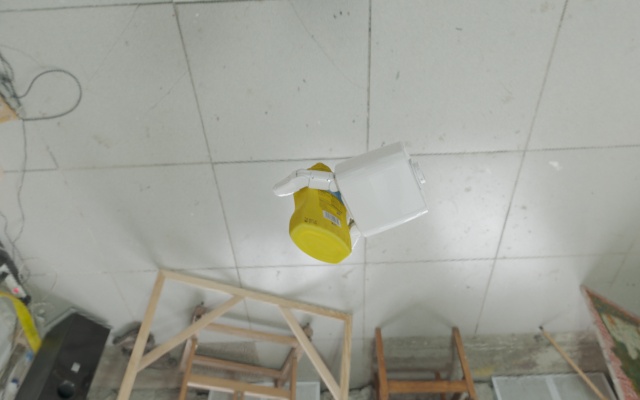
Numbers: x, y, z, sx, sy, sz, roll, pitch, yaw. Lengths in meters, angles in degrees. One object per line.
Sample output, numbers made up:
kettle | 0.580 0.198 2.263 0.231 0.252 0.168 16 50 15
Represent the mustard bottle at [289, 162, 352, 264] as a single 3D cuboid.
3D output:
mustard bottle | 0.000 0.003 0.734 0.096 0.191 0.058 32 -57 -24
